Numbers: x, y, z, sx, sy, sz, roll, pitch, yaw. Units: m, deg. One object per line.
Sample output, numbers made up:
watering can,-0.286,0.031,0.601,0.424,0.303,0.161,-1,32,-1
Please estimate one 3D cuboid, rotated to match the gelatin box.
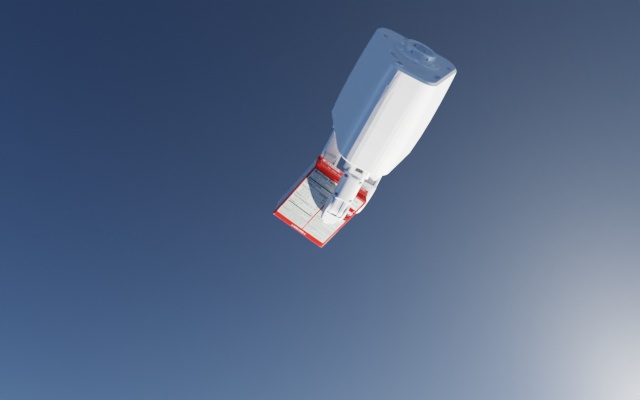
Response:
gelatin box,0.000,0.002,0.558,0.073,0.089,0.030,36,30,-13
